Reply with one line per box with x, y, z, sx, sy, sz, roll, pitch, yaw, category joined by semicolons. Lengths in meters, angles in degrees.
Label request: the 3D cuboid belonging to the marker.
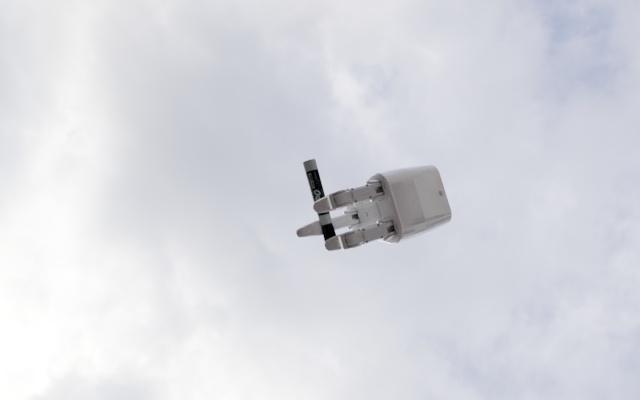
0.000;0.002;0.666;0.020;0.121;0.020;-16;-4;-1;marker
